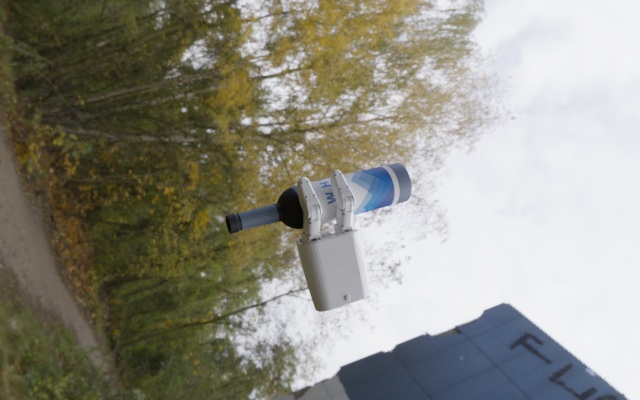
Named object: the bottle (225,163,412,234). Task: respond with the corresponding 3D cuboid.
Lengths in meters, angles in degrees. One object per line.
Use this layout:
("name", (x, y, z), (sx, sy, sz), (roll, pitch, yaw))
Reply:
("bottle", (0.000, 0.002, 0.739), (0.295, 0.069, 0.069), (-14, 5, -22))
